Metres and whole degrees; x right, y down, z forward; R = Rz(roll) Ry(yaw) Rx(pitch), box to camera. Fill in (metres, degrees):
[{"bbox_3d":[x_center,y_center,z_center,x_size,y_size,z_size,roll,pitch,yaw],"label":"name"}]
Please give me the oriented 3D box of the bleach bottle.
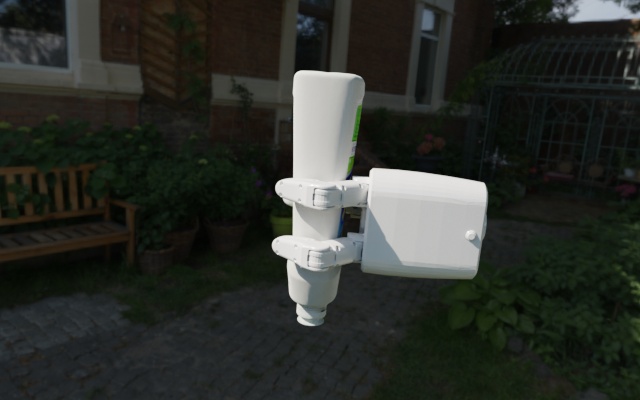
[{"bbox_3d":[0.000,0.002,0.485,0.068,0.251,0.102,6,12,5],"label":"bleach bottle"}]
